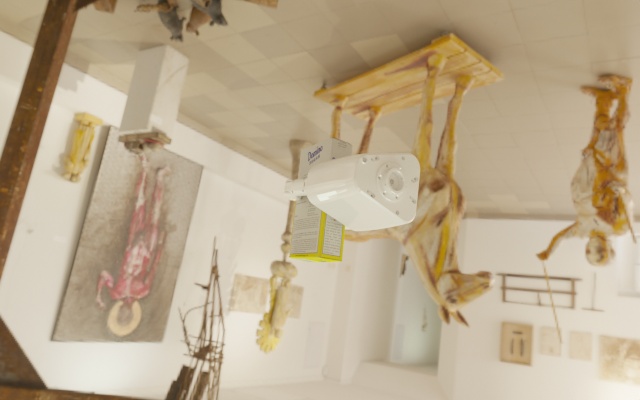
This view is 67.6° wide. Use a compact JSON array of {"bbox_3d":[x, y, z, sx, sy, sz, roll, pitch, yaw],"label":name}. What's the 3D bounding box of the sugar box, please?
[{"bbox_3d":[0.001,0.003,0.716,0.048,0.176,0.093,16,-15,-31],"label":"sugar box"}]
